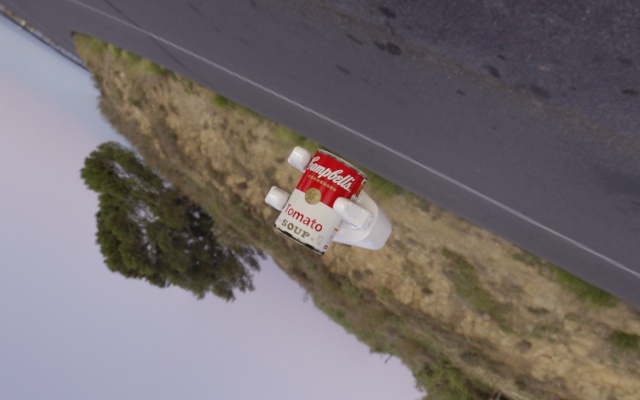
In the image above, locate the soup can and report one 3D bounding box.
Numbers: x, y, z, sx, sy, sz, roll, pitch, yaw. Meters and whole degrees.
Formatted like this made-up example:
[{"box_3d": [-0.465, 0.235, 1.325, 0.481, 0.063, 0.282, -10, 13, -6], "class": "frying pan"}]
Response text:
[{"box_3d": [0.000, 0.002, 0.544, 0.068, 0.102, 0.068, 30, -2, 1], "class": "soup can"}]
